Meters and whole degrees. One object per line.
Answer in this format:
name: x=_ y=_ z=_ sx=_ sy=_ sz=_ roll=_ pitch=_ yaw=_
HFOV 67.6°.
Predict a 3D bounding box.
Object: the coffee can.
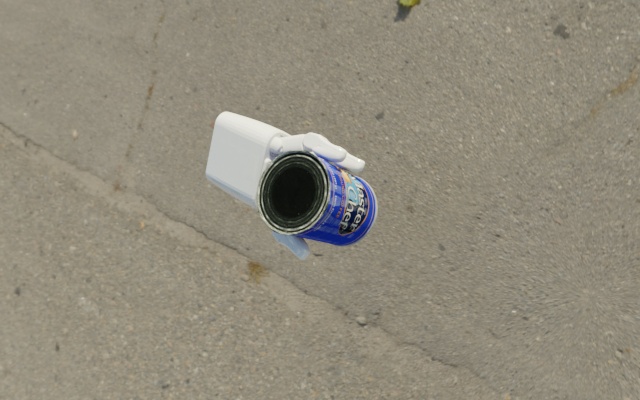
coffee can: x=0.000 y=0.002 z=0.617 sx=0.103 sy=0.103 sz=0.140 roll=0 pitch=-10 yaw=29
